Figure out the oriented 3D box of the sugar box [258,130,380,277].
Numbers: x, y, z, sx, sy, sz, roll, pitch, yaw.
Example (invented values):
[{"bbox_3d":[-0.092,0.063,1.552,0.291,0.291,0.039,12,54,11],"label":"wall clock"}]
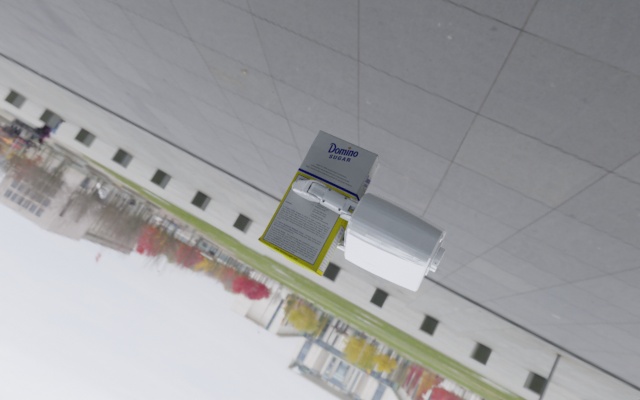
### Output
[{"bbox_3d":[0.000,0.002,0.645,0.093,0.176,0.048,26,-12,17],"label":"sugar box"}]
